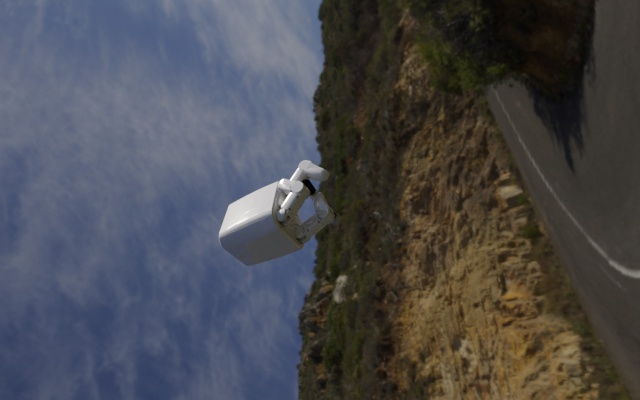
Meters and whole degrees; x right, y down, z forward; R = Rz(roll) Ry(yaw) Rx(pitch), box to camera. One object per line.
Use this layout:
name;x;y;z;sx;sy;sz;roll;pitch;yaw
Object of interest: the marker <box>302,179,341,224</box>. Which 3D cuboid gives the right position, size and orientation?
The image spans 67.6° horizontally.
marker;0.000;0.003;0.818;0.020;0.020;0.121;0;-33;33
